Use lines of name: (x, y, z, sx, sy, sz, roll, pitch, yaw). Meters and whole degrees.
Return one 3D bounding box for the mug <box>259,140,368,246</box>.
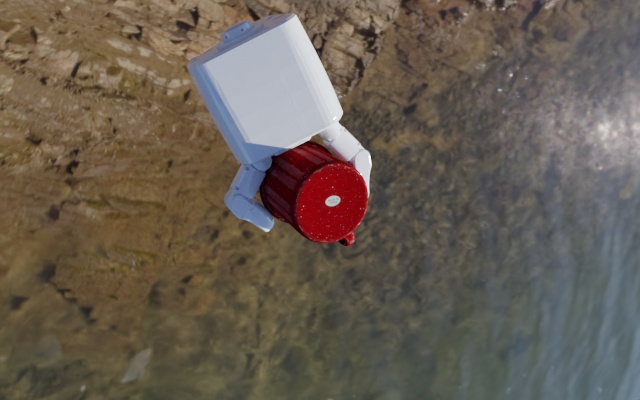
mug: (0.001, 0.003, 0.485, 0.093, 0.117, 0.081, -35, 28, -11)
